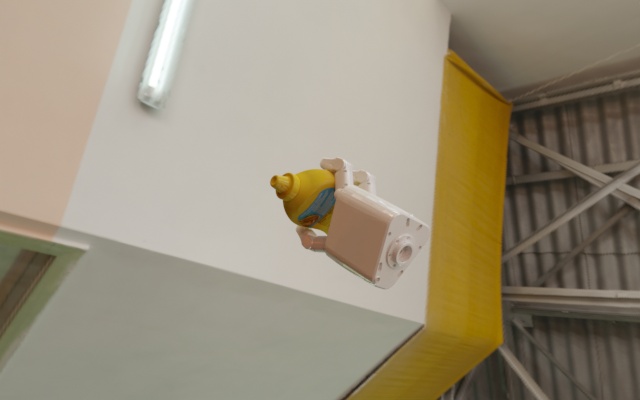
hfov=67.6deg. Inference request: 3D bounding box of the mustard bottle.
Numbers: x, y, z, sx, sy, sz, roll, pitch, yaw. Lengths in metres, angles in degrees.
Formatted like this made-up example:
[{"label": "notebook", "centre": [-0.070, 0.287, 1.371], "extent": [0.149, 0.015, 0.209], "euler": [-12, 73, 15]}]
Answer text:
[{"label": "mustard bottle", "centre": [0.000, 0.002, 0.734], "extent": [0.192, 0.096, 0.058], "euler": [24, 28, -41]}]
